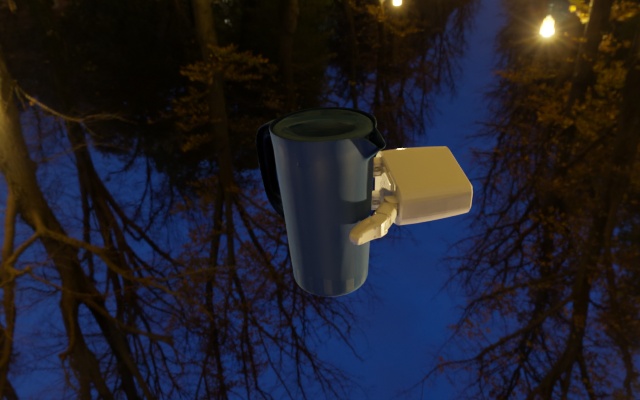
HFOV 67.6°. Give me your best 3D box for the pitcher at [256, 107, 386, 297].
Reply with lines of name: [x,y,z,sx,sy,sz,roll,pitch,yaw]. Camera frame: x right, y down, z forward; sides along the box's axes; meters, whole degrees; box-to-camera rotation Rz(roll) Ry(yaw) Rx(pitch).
pitcher: [0.000,0.002,0.648,0.145,0.243,0.149,-9,28,-11]
